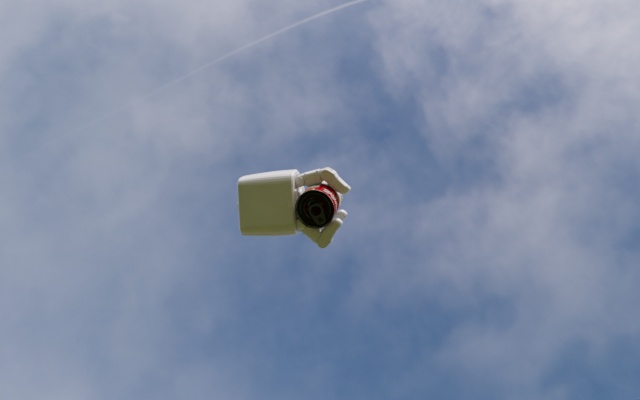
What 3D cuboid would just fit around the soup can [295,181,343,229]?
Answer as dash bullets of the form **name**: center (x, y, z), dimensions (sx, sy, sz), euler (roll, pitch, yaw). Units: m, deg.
- **soup can**: center (0.001, 0.003, 0.843), dimensions (0.068, 0.068, 0.102), euler (0, 14, 12)
